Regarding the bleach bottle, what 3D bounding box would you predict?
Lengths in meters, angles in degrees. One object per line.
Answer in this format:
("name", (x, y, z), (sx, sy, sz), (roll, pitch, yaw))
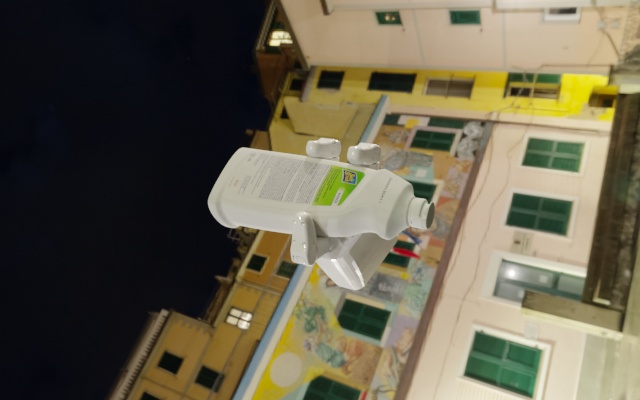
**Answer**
("bleach bottle", (0.000, 0.002, 0.541), (0.251, 0.102, 0.068), (11, -28, 27))
